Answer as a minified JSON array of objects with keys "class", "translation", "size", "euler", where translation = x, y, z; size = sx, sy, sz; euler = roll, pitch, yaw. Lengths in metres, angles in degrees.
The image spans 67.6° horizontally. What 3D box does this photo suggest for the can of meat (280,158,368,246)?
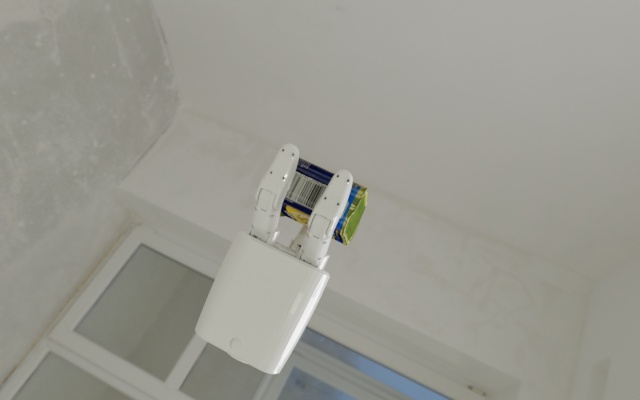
[{"class":"can of meat","translation":[0.000,0.002,0.489],"size":[0.084,0.057,0.102],"euler":[25,-9,11]}]
